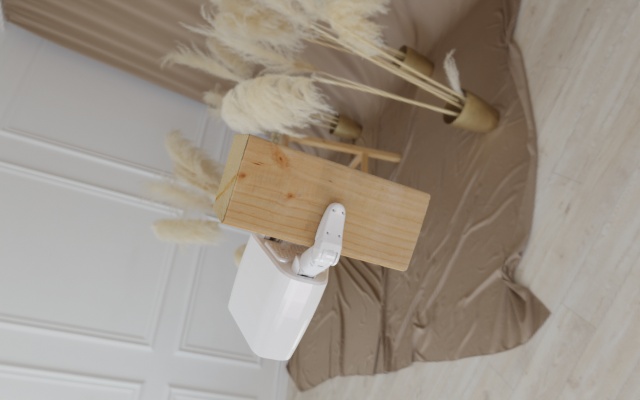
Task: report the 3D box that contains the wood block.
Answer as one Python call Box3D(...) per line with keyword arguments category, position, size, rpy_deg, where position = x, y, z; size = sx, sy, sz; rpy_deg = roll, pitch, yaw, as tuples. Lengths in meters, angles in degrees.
Box3D(category="wood block", position=(0.000, 0.002, 0.519), size=(0.206, 0.090, 0.091), rpy_deg=(16, 3, -20))
